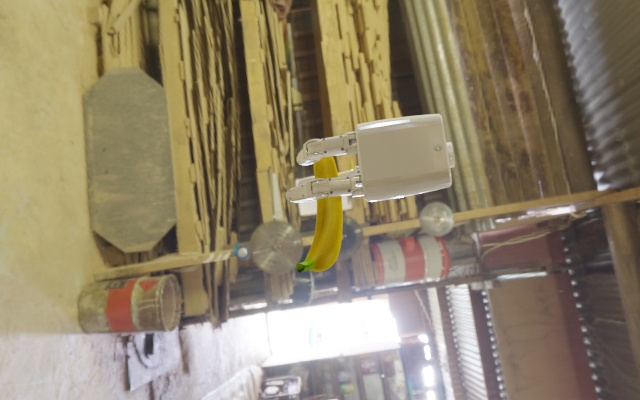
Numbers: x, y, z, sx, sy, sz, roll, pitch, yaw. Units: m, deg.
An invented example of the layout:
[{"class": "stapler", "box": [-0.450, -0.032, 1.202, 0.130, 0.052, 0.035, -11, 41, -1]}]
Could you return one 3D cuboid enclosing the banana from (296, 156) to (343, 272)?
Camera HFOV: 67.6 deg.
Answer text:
[{"class": "banana", "box": [0.006, 0.015, 0.633, 0.037, 0.197, 0.070, -7, -34, 20]}]
